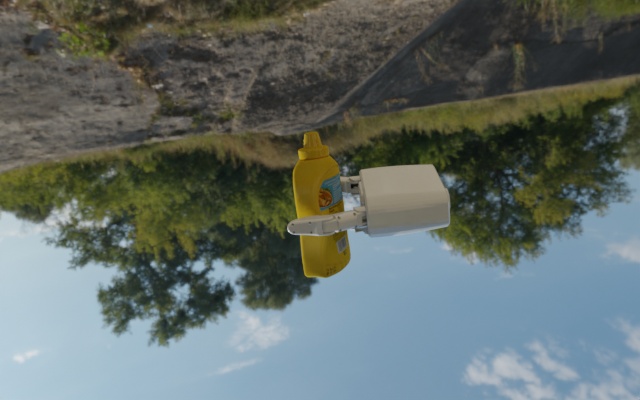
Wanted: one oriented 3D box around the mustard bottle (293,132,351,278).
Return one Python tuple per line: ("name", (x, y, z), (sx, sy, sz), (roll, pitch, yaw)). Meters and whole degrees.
("mustard bottle", (0.000, 0.002, 0.656), (0.058, 0.192, 0.096), (0, 14, 27))
